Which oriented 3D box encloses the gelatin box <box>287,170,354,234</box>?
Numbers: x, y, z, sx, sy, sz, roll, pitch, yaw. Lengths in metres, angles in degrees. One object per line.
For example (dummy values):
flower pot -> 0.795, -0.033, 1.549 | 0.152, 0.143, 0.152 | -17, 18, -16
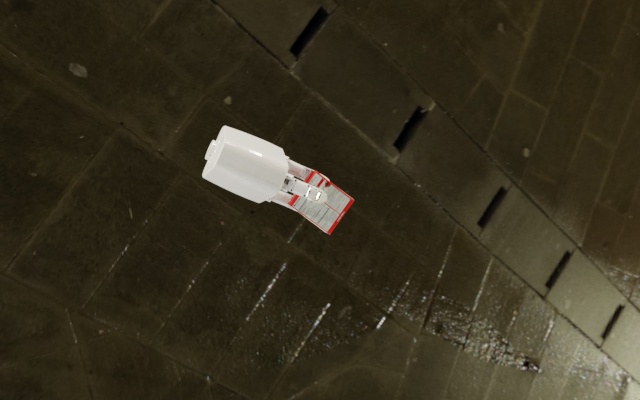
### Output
gelatin box -> 0.001, 0.003, 0.811 | 0.089, 0.073, 0.030 | 37, -4, -15
